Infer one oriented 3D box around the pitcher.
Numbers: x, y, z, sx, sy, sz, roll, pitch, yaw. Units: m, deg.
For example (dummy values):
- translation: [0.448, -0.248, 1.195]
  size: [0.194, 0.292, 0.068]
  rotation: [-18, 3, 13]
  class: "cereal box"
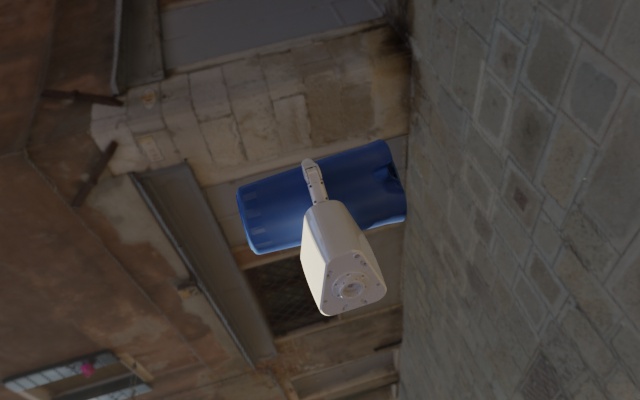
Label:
- translation: [0.000, 0.002, 0.745]
  size: [0.243, 0.149, 0.145]
  rotation: [-16, 37, -5]
  class: "pitcher"
